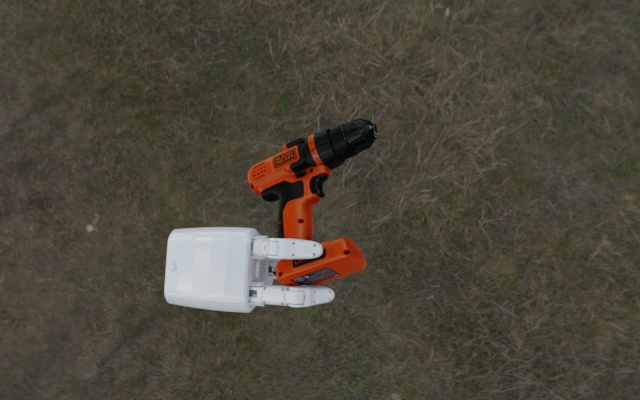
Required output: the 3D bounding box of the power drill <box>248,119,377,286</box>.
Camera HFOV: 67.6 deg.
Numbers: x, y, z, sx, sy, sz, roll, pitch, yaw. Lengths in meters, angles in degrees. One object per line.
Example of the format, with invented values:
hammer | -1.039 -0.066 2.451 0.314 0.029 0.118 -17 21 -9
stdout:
power drill | 0.000 0.002 0.587 0.184 0.187 0.057 -24 -33 21
